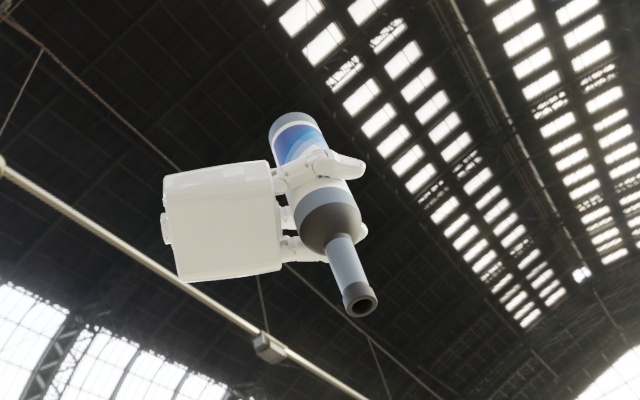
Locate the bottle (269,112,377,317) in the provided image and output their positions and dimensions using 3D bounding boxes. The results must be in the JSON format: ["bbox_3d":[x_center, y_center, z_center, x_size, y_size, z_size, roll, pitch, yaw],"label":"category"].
[{"bbox_3d":[0.000,0.002,0.513,0.069,0.069,0.295,0,37,-17],"label":"bottle"}]
